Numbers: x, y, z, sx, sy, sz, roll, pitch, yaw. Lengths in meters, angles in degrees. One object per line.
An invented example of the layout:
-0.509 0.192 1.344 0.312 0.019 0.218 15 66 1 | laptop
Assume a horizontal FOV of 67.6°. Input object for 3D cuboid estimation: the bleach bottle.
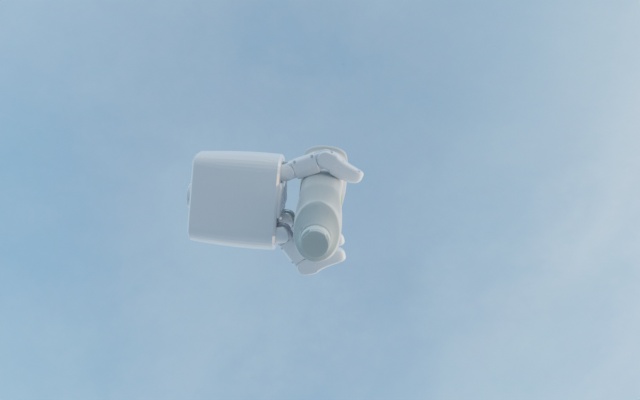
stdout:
0.000 0.002 0.595 0.068 0.102 0.250 4 16 1 | bleach bottle
